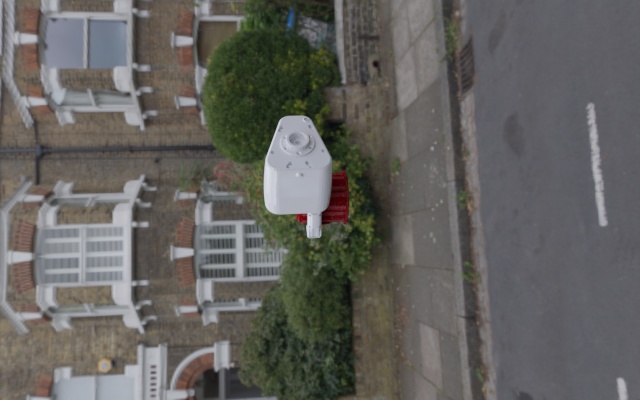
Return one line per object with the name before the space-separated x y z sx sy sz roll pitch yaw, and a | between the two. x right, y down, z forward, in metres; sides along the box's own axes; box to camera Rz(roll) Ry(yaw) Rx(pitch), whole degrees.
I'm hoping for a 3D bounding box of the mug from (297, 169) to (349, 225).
mug | 0.000 0.003 0.812 0.081 0.093 0.117 -2 -36 -6
